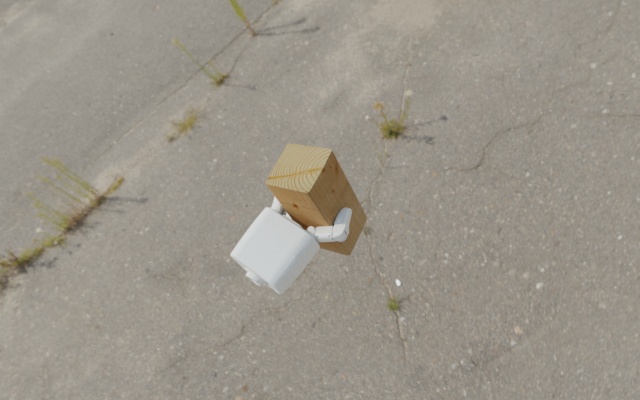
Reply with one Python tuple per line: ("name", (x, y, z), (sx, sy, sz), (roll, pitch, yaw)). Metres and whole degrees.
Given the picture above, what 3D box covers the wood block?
("wood block", (0.000, 0.003, 0.844), (0.091, 0.090, 0.206), (12, -28, 31))
